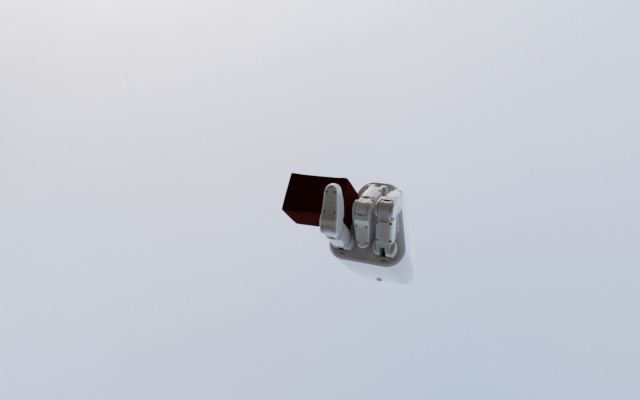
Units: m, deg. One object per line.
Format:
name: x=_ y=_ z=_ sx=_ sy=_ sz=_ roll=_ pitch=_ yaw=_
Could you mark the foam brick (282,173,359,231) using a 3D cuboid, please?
foam brick: x=0.000 y=0.002 z=0.601 sx=0.078 sy=0.053 sz=0.051 roll=7 pitch=-20 yaw=24
